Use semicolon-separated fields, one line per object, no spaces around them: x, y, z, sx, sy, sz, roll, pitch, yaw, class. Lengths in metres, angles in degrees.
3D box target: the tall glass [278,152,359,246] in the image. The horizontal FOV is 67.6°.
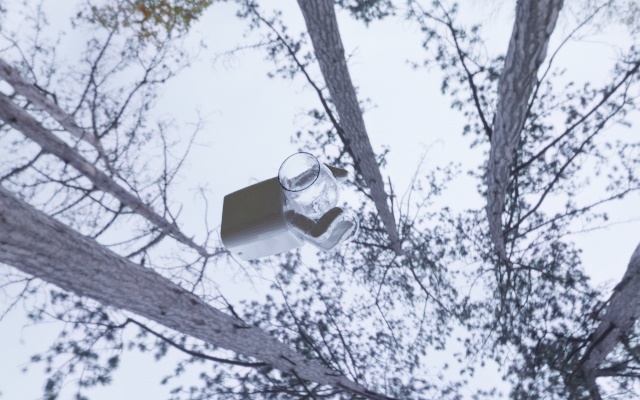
0.000;0.003;0.733;0.079;0.079;0.201;0;-25;19;tall glass
